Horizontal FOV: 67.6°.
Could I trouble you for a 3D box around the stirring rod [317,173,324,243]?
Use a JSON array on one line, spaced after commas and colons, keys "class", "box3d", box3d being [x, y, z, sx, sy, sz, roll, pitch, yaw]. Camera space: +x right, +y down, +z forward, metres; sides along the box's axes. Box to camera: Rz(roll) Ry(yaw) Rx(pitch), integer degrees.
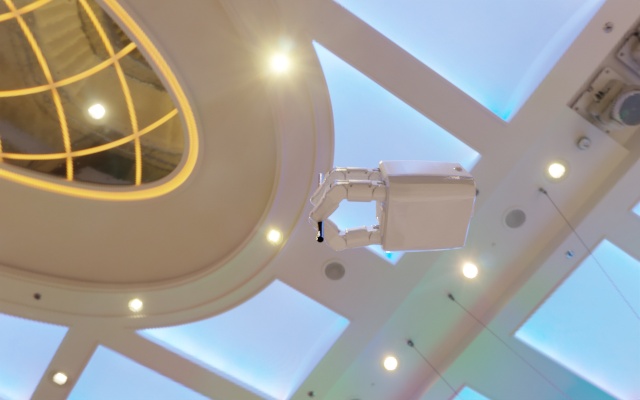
[{"class": "stirring rod", "box3d": [0.000, 0.002, 0.652, 0.011, 0.011, 0.239, 0, 20, 0]}]
